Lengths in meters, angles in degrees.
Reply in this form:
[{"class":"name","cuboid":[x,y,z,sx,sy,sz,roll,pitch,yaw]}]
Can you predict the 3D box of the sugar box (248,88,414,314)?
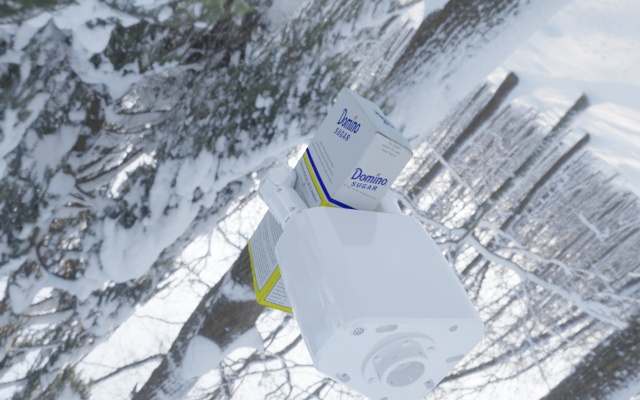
[{"class":"sugar box","cuboid":[0.000,0.002,0.408,0.048,0.176,0.093,25,24,-28]}]
